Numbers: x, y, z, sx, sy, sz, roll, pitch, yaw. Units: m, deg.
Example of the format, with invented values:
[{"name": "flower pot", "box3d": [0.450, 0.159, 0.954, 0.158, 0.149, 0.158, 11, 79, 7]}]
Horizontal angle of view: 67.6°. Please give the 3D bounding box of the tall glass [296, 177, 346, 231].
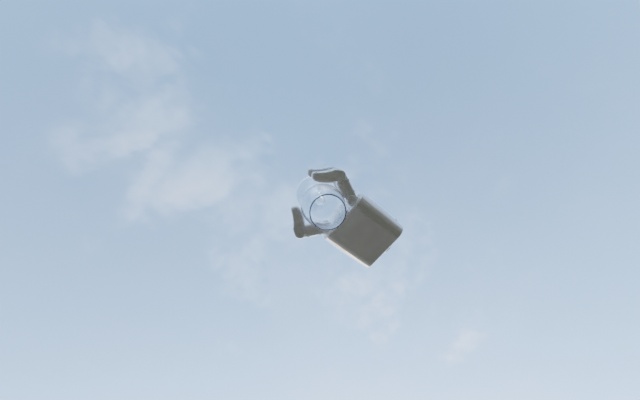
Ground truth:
[{"name": "tall glass", "box3d": [0.000, 0.003, 0.879, 0.079, 0.079, 0.201, 0, 10, -7]}]
